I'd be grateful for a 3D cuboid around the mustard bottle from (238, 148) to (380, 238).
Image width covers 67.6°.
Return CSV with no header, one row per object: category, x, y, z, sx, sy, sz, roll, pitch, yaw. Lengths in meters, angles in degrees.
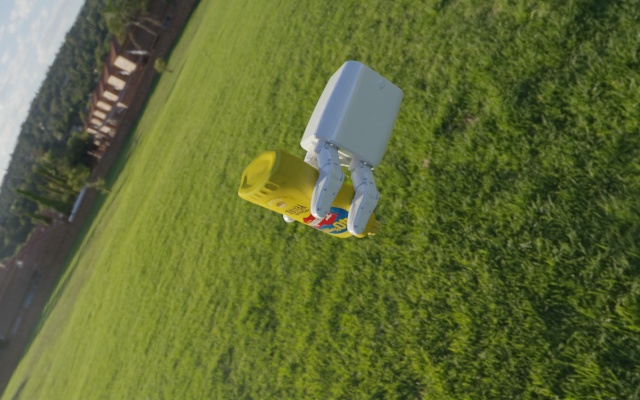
mustard bottle,0.000,0.002,0.604,0.192,0.058,0.096,25,-31,-29
